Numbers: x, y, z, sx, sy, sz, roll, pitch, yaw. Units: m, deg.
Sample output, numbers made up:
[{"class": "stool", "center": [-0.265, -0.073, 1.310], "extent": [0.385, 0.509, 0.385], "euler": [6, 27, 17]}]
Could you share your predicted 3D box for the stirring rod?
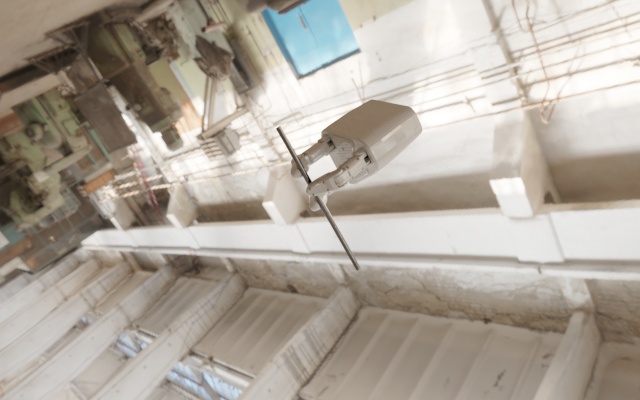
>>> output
[{"class": "stirring rod", "center": [0.000, 0.002, 0.671], "extent": [0.011, 0.239, 0.011], "euler": [-26, 19, 10]}]
